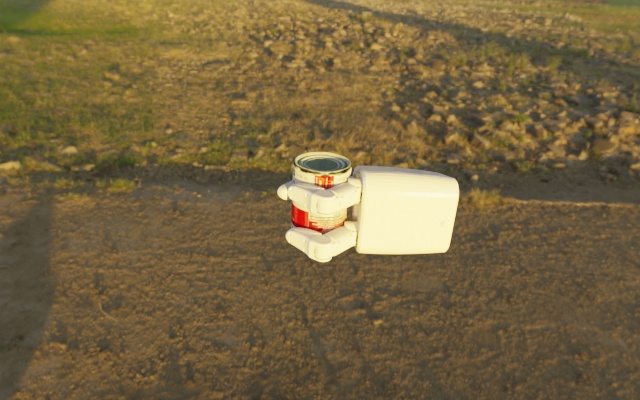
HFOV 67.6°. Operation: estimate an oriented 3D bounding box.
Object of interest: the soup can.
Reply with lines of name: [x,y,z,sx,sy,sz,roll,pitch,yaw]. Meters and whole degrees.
soup can: [0.000,0.001,0.558,0.068,0.102,0.068,3,25,-1]
